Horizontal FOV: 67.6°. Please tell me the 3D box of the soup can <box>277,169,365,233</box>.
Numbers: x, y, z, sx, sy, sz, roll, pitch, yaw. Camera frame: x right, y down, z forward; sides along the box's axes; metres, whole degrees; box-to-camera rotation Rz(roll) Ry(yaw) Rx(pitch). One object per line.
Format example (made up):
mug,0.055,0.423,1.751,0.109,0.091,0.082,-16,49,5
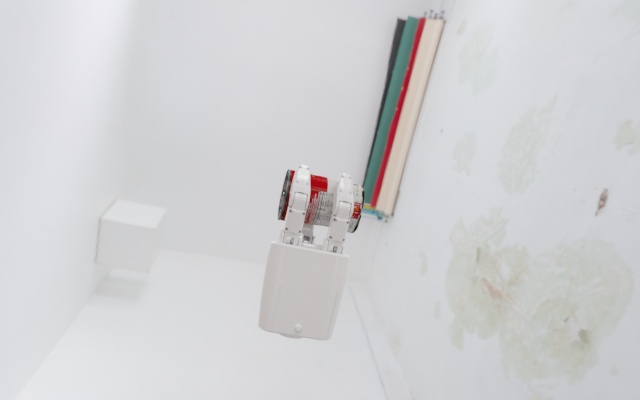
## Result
soup can,0.000,0.002,0.629,0.102,0.068,0.068,12,-2,-9
